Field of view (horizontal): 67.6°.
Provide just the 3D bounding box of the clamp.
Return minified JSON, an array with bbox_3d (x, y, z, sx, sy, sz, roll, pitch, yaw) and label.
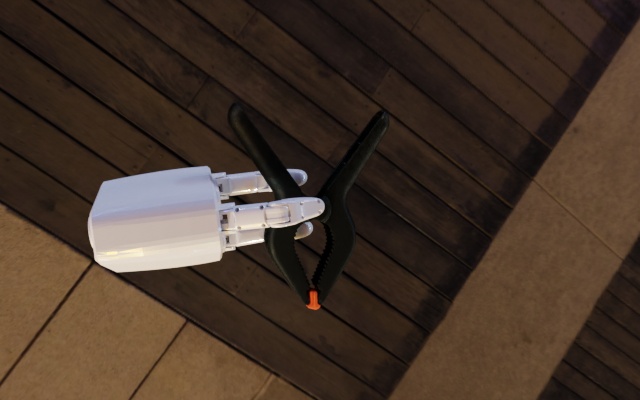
[{"bbox_3d":[0.000,0.002,0.483,0.164,0.210,0.036,-8,6,-14],"label":"clamp"}]
